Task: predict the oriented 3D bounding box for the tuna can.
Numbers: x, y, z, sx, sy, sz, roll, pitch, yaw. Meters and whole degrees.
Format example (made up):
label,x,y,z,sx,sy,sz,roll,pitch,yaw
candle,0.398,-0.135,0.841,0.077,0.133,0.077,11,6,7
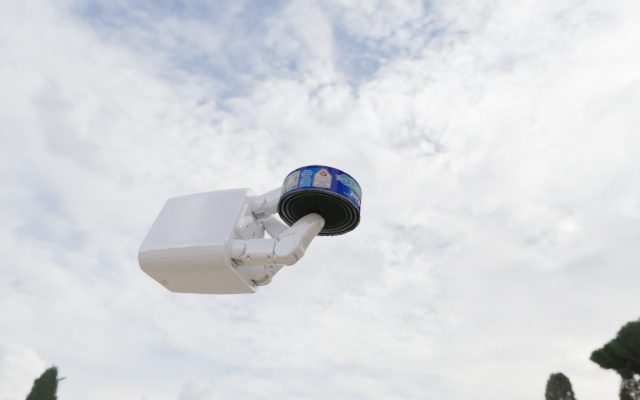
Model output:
label,x,y,z,sx,sy,sz,roll,pitch,yaw
tuna can,0.000,0.001,0.492,0.086,0.033,0.086,6,-34,4
